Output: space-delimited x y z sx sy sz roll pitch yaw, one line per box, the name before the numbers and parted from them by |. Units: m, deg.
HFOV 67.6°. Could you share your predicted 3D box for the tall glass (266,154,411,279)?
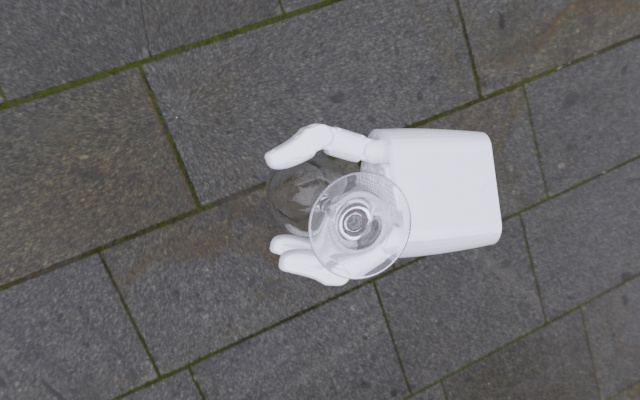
tall glass | 0.000 0.001 0.414 0.079 0.079 0.201 0 9 -17
